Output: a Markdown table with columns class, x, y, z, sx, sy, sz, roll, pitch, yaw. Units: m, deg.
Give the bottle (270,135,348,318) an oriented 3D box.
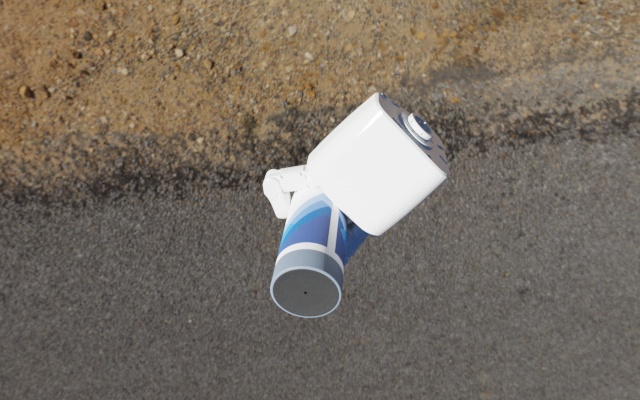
| class | x | y | z | sx | sy | sz | roll | pitch | yaw |
| --- | --- | --- | --- | --- | --- | --- | --- | --- | --- |
| bottle | 0.000 | 0.002 | 0.558 | 0.069 | 0.069 | 0.295 | 0 | 35 | 6 |
